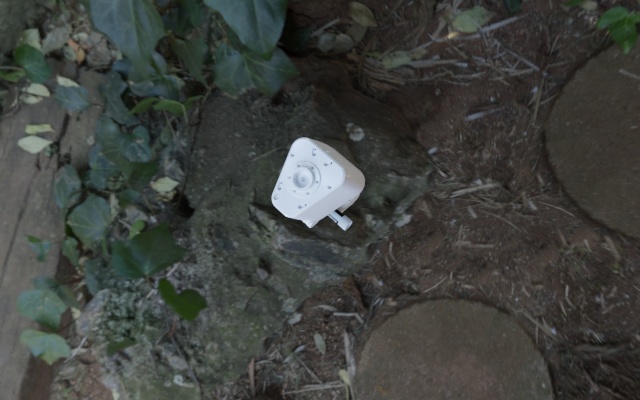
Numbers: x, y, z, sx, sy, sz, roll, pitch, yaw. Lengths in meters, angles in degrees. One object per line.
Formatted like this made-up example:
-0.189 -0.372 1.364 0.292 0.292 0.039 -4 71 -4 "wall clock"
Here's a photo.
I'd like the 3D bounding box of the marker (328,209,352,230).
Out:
0.000 0.003 0.769 0.121 0.020 0.020 40 13 15 "marker"
